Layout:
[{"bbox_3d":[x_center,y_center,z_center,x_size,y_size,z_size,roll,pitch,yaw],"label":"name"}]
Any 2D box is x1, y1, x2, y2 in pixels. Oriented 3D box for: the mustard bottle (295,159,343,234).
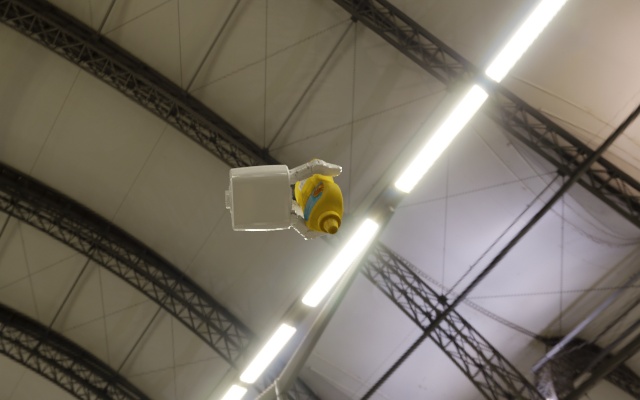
[{"bbox_3d":[0.000,0.003,0.900,0.058,0.096,0.191,20,24,-24],"label":"mustard bottle"}]
